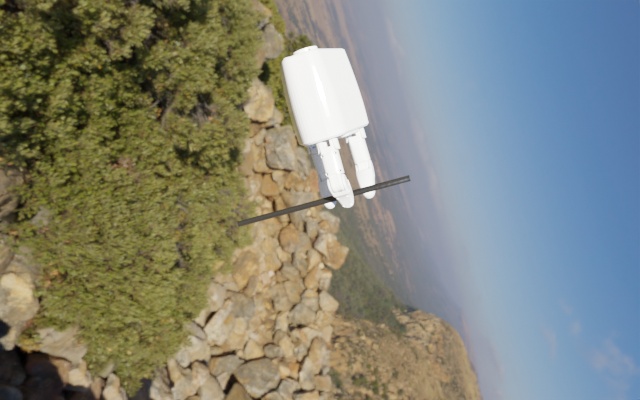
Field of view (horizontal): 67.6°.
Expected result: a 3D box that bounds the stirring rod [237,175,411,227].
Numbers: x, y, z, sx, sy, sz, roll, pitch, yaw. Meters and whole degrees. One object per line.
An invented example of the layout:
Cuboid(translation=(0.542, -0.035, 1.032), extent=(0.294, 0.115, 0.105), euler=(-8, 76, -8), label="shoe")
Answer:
Cuboid(translation=(0.000, 0.002, 0.632), extent=(0.239, 0.011, 0.011), euler=(-15, -4, 13), label="stirring rod")
